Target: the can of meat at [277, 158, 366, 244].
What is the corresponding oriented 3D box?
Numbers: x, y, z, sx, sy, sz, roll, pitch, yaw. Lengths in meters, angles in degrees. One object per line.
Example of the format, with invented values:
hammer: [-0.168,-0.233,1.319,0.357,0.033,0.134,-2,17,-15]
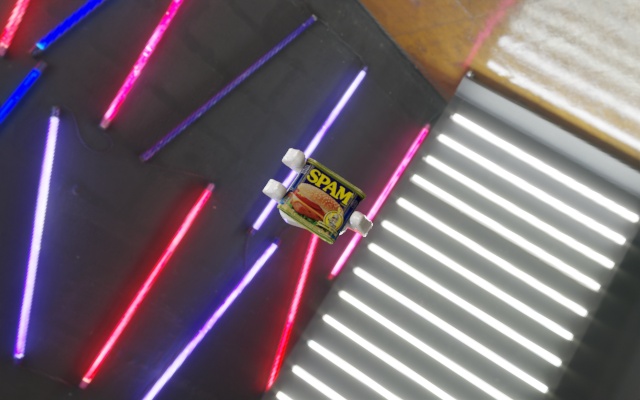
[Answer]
can of meat: [0.000,0.003,0.688,0.102,0.084,0.057,33,-8,1]
